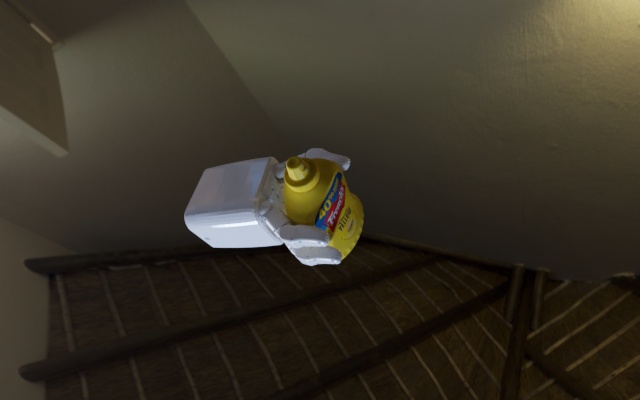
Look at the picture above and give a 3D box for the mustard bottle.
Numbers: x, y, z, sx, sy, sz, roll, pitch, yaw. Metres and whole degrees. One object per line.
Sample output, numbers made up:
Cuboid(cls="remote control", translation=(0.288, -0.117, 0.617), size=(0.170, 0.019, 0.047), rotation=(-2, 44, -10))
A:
Cuboid(cls="mustard bottle", translation=(0.000, 0.002, 0.604), size=(0.058, 0.096, 0.192), rotation=(18, -20, 28))
